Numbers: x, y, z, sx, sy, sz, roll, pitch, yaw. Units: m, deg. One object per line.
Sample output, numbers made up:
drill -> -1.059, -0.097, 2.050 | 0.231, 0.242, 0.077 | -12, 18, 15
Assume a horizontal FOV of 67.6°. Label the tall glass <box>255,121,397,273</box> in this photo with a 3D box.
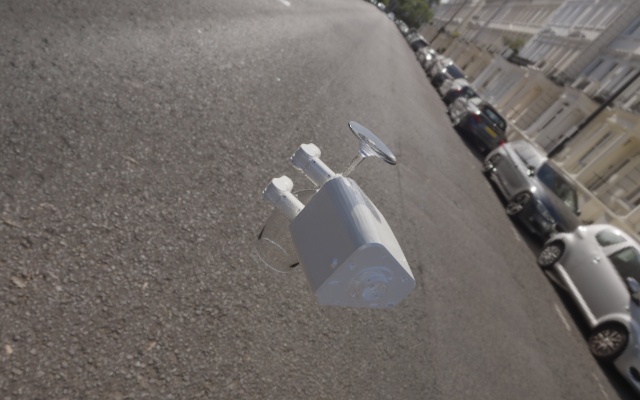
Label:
tall glass -> 0.001, 0.001, 0.591 | 0.201, 0.079, 0.079 | -48, -22, 21
